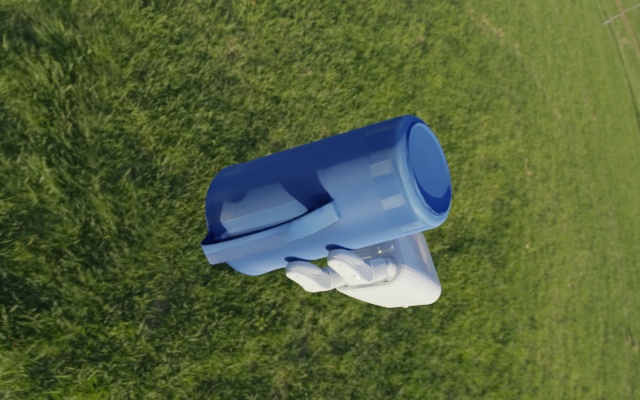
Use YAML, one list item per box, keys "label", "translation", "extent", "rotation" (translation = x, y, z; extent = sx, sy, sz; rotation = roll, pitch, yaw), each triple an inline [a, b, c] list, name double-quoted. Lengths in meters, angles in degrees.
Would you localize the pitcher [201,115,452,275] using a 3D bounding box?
- label: "pitcher"
  translation: [0.000, 0.002, 0.495]
  extent: [0.243, 0.149, 0.145]
  rotation: [-16, -33, 35]
